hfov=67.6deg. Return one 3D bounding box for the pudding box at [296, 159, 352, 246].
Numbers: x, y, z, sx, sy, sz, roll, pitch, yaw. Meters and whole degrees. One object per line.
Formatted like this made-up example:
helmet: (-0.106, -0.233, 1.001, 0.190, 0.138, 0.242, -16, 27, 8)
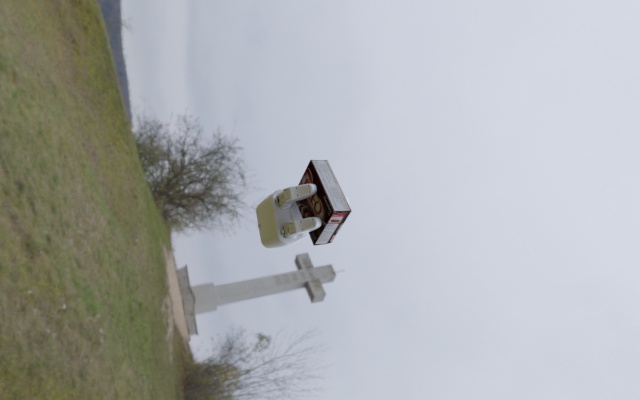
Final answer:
pudding box: (0.000, 0.003, 0.783, 0.039, 0.113, 0.090, -5, -37, -30)
